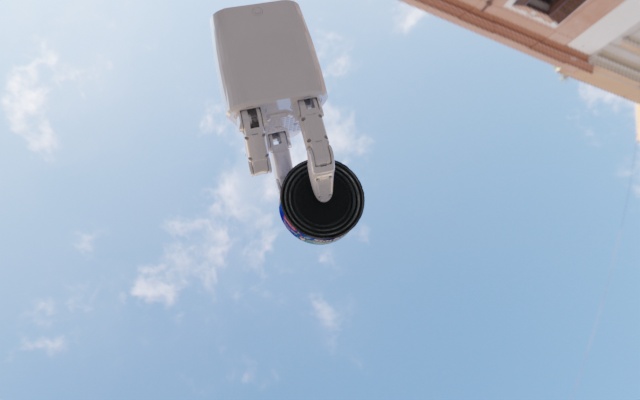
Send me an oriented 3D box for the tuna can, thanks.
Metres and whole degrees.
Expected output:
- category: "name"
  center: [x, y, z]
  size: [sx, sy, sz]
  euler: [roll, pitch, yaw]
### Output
- category: "tuna can"
  center: [0.000, 0.002, 0.491]
  size: [0.086, 0.086, 0.034]
  euler: [0, -17, -9]
